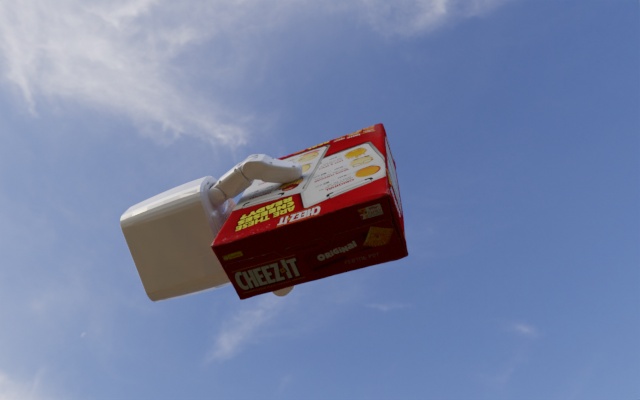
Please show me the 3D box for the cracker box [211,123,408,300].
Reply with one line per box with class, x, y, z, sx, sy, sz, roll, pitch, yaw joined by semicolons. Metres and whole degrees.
cracker box;0.000;0.001;0.503;0.164;0.072;0.213;-17;22;13
